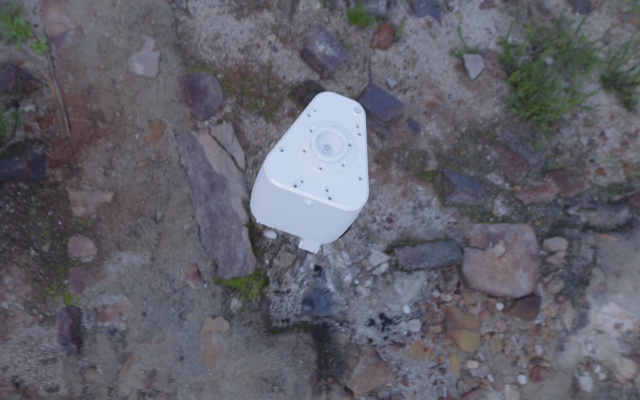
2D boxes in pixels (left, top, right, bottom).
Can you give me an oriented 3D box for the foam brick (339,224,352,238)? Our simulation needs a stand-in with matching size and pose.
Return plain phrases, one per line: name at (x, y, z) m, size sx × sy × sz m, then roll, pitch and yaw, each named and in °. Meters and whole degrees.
foam brick at (0.000, 0.002, 0.533) m, size 0.078 × 0.053 × 0.051 m, roll 19°, pitch -21°, yaw -5°
